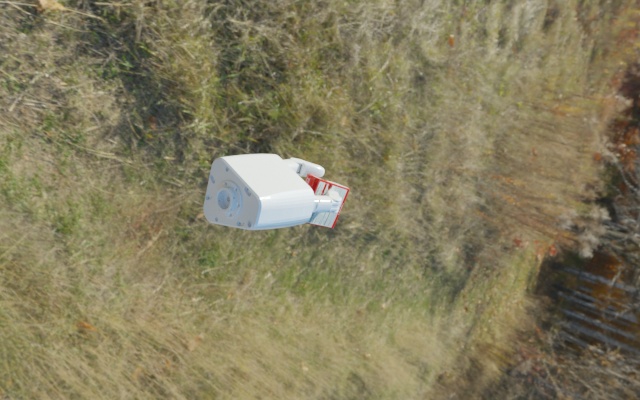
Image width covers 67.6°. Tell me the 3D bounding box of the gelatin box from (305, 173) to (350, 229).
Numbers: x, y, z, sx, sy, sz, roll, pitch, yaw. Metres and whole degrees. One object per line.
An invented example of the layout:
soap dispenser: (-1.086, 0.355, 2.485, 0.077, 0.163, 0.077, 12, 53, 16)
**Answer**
gelatin box: (0.001, 0.003, 0.767, 0.030, 0.073, 0.089, 27, 7, 37)
